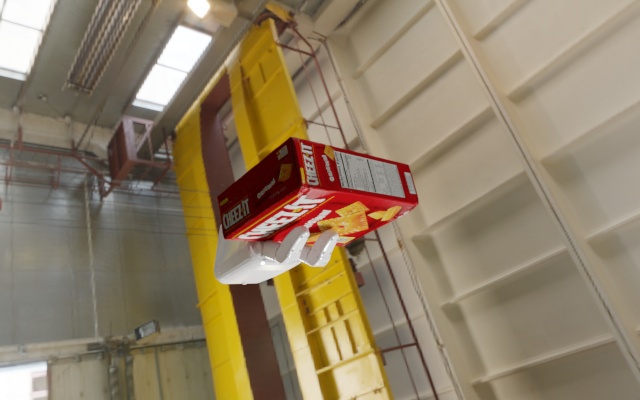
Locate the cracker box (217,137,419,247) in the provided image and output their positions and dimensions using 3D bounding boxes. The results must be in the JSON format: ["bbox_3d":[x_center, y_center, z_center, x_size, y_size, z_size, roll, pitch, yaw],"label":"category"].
[{"bbox_3d":[0.000,0.002,0.632,0.214,0.072,0.164,7,-29,-42],"label":"cracker box"}]
